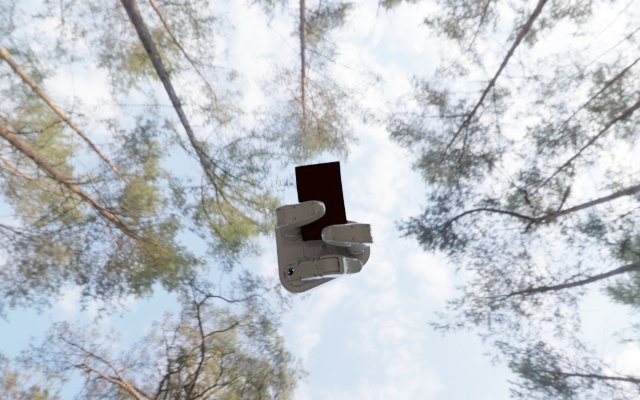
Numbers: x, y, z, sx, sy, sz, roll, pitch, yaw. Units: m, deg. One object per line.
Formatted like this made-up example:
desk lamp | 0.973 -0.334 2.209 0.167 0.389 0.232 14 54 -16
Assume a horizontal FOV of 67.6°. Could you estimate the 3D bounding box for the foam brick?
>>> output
foam brick | 0.000 0.001 0.543 0.053 0.078 0.051 -5 -15 -2
